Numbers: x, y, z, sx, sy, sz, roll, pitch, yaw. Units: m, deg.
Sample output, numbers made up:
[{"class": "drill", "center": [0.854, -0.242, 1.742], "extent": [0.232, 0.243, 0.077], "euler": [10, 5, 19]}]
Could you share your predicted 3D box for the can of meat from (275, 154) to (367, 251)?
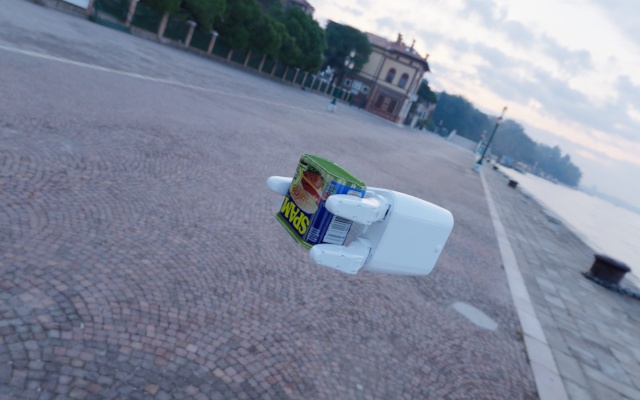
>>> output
[{"class": "can of meat", "center": [0.000, 0.001, 0.536], "extent": [0.057, 0.084, 0.102], "euler": [15, 15, -31]}]
